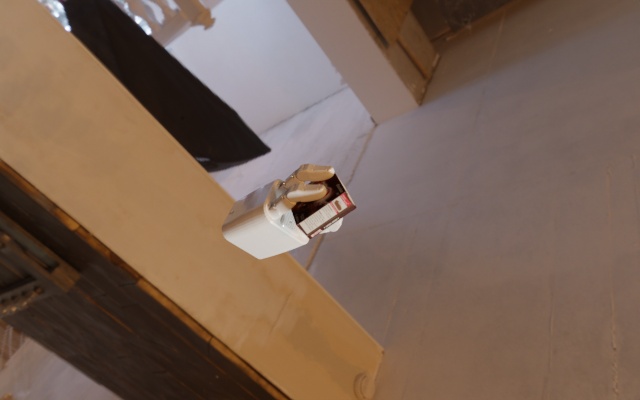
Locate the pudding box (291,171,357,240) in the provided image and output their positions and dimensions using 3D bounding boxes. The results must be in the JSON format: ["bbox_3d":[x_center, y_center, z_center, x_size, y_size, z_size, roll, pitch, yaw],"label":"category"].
[{"bbox_3d":[0.000,0.003,0.747,0.090,0.039,0.113,-35,26,5],"label":"pudding box"}]
